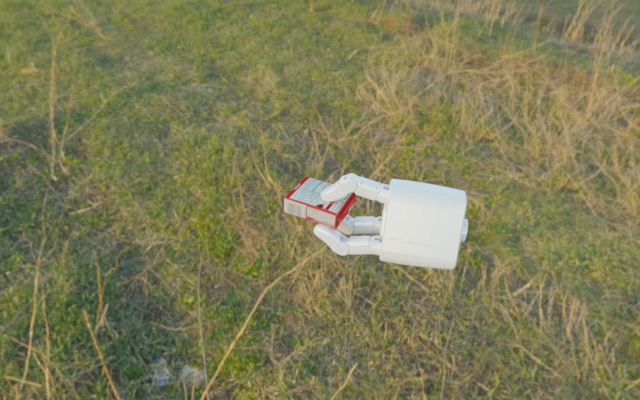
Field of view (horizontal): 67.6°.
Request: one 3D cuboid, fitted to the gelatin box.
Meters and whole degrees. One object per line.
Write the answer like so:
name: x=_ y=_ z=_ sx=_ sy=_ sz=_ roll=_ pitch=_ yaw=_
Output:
gelatin box: x=0.000 y=0.002 z=0.716 sx=0.089 sy=0.030 sz=0.073 roll=18 pitch=36 yaw=18
